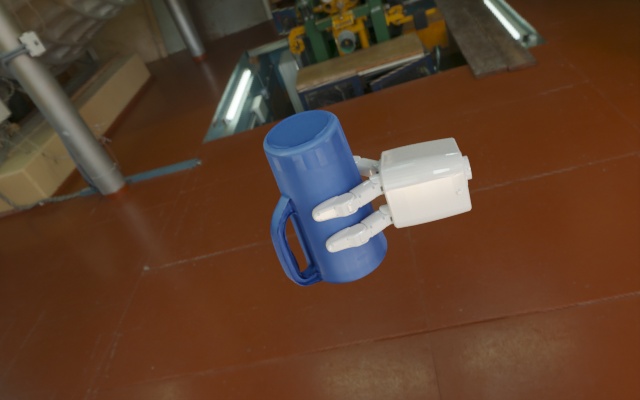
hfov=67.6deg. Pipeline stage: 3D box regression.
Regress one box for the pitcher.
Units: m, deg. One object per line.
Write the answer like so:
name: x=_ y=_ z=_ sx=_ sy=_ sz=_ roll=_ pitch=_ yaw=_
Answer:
pitcher: x=0.000 y=0.002 z=0.698 sx=0.145 sy=0.243 sz=0.149 roll=-12 pitch=36 yaw=15
